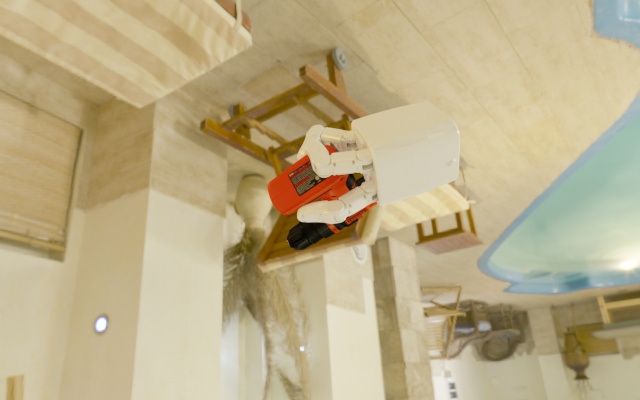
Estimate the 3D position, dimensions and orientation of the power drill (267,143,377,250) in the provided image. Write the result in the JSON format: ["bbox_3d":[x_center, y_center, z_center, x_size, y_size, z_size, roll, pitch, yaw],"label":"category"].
[{"bbox_3d":[0.000,0.002,0.680,0.184,0.057,0.188,-36,-23,10],"label":"power drill"}]
